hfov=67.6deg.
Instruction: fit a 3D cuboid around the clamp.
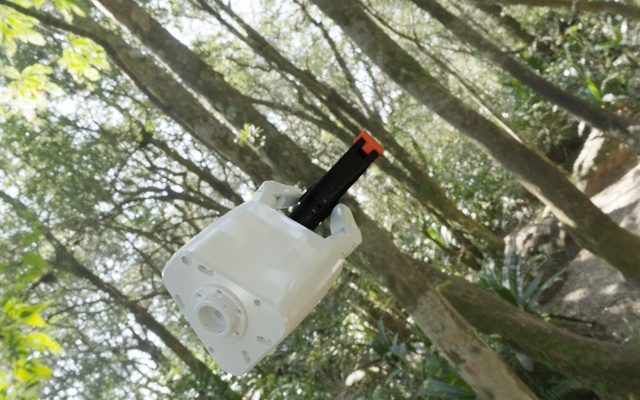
[{"bbox_3d":[0.000,0.001,0.533,0.210,0.036,0.164,-48,-4,30],"label":"clamp"}]
